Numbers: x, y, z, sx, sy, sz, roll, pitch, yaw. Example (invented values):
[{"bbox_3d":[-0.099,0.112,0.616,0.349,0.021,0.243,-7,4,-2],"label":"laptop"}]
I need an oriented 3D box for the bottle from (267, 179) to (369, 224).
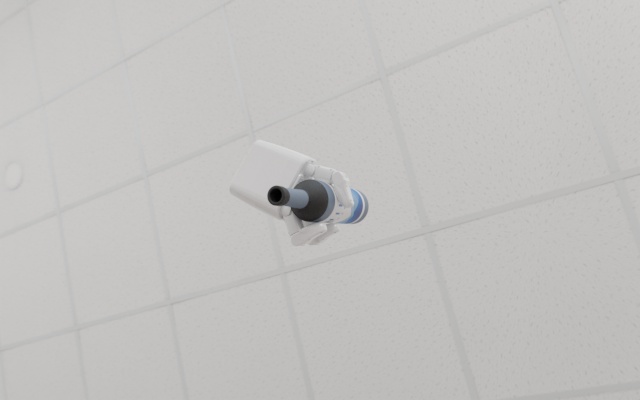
[{"bbox_3d":[0.000,0.003,0.770,0.069,0.069,0.296,0,-4,24],"label":"bottle"}]
